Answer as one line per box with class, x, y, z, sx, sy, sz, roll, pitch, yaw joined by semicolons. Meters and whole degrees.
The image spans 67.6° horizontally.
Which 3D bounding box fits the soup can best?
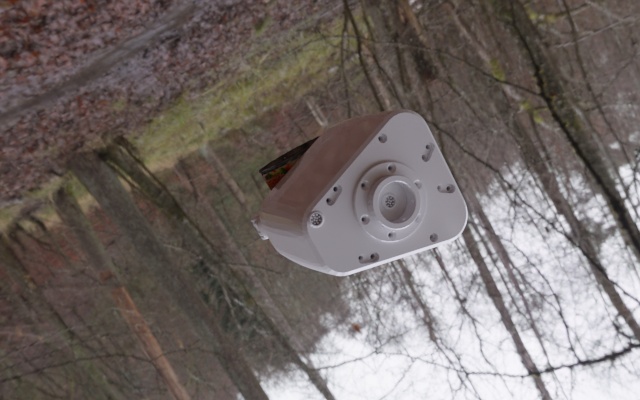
soup can;0.000;0.002;0.425;0.068;0.102;0.068;-28;11;6
